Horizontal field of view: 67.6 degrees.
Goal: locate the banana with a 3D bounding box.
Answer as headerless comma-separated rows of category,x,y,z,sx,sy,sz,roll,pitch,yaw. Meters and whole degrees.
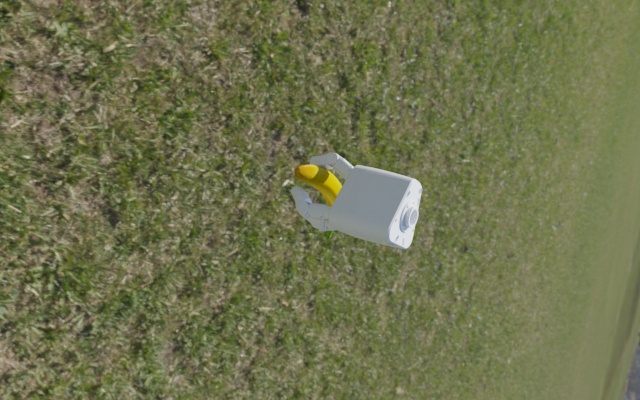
banana,0.011,-0.009,0.843,0.037,0.069,0.198,21,-27,34
